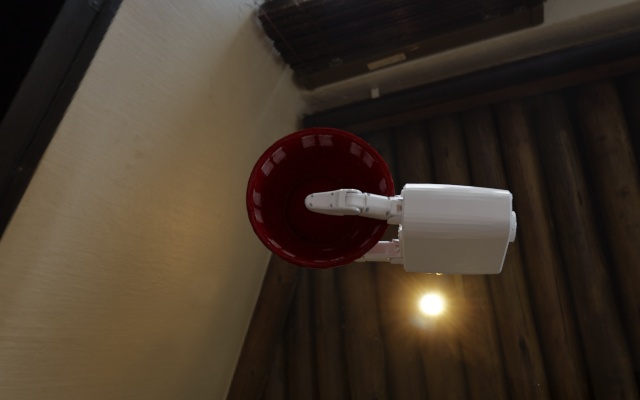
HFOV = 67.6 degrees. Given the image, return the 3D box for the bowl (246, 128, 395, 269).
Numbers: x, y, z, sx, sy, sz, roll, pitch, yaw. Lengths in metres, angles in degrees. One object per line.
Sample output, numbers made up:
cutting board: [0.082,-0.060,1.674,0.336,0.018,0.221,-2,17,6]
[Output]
bowl: [-0.001,0.001,0.540,0.162,0.162,0.055,0,-18,1]
